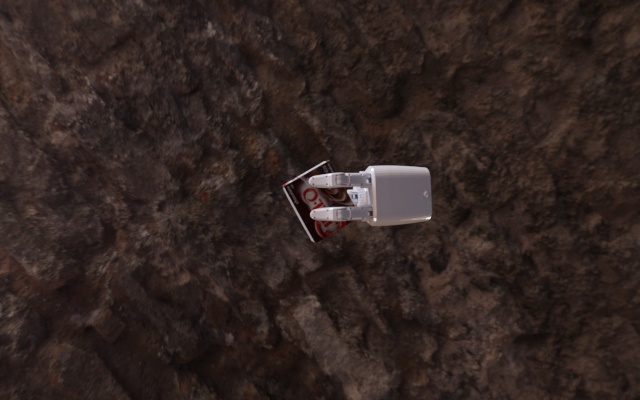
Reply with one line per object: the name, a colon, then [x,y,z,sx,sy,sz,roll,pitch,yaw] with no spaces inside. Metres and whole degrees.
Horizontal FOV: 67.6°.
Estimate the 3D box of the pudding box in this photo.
pudding box: [0.000,0.003,0.805,0.090,0.113,0.039,-31,5,-11]
